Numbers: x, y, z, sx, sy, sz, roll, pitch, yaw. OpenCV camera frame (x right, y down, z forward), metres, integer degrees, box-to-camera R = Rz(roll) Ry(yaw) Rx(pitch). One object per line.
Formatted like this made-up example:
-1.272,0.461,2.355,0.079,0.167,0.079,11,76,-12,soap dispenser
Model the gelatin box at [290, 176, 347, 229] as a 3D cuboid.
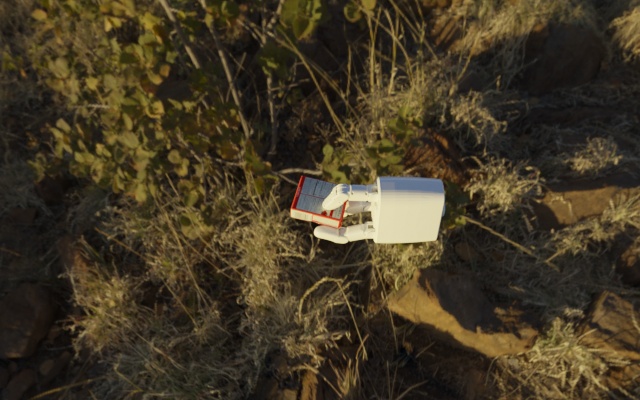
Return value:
0.000,0.002,0.820,0.089,0.073,0.030,14,-33,3,gelatin box
